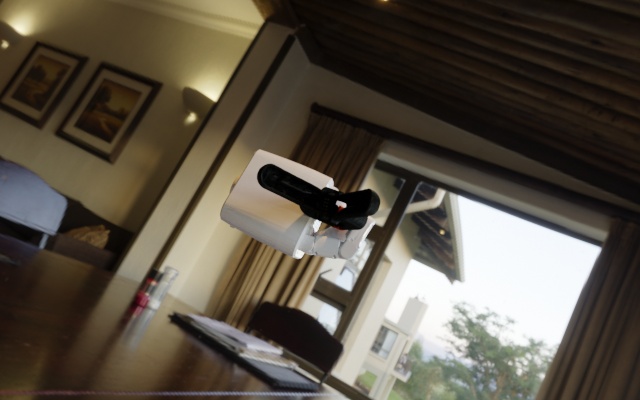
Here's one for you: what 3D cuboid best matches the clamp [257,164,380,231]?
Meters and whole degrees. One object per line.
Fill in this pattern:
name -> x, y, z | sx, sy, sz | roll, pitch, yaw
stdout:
clamp -> 0.000, 0.001, 0.511 | 0.120, 0.039, 0.171 | 22, -11, 7
